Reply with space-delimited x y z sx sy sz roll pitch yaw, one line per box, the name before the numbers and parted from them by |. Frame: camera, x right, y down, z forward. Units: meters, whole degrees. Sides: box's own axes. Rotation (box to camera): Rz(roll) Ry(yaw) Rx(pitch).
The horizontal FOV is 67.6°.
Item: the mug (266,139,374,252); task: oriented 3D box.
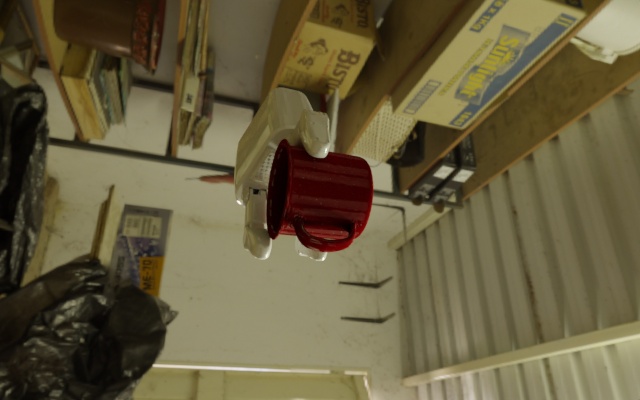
mug | 0.001 0.002 0.439 0.081 0.093 0.117 7 37 -16
